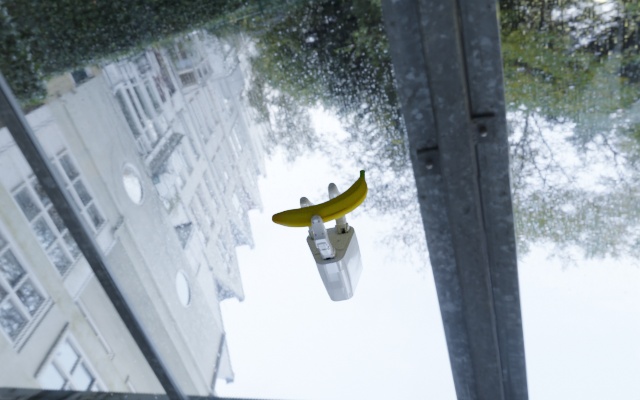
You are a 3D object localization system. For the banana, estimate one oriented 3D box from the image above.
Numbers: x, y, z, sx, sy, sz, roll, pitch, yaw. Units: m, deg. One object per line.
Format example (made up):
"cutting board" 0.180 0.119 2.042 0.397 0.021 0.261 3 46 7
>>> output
"banana" 0.011 0.010 0.860 0.198 0.037 0.069 -26 37 -11
